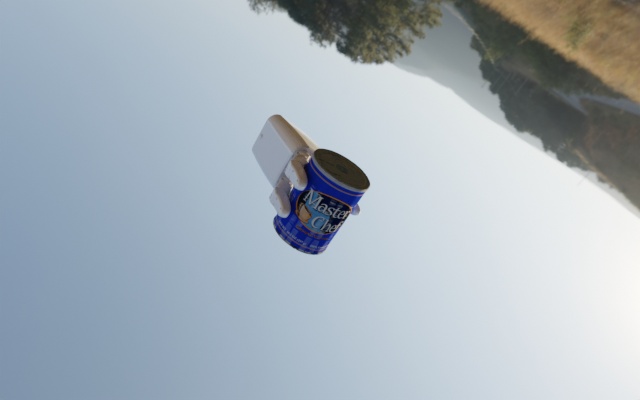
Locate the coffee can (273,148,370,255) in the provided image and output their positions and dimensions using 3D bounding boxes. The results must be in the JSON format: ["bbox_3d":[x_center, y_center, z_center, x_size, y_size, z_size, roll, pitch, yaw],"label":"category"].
[{"bbox_3d":[0.000,0.003,0.770,0.103,0.140,0.102,26,26,-14],"label":"coffee can"}]
